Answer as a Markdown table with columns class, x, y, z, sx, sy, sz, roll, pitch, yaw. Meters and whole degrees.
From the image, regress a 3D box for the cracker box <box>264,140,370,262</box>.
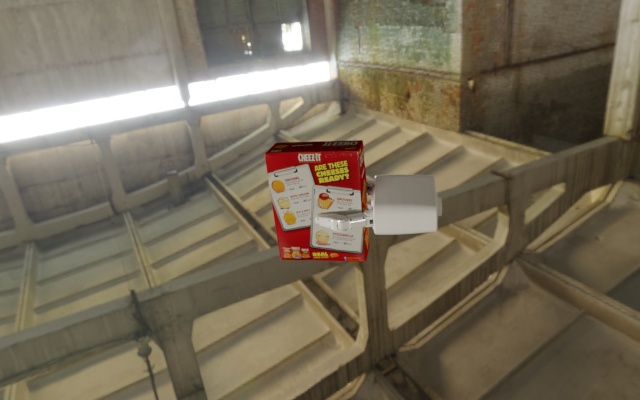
| class | x | y | z | sx | sy | sz | roll | pitch | yaw |
| --- | --- | --- | --- | --- | --- | --- | --- | --- | --- |
| cracker box | 0.000 | 0.003 | 0.859 | 0.164 | 0.214 | 0.072 | 0 | 25 | 13 |
